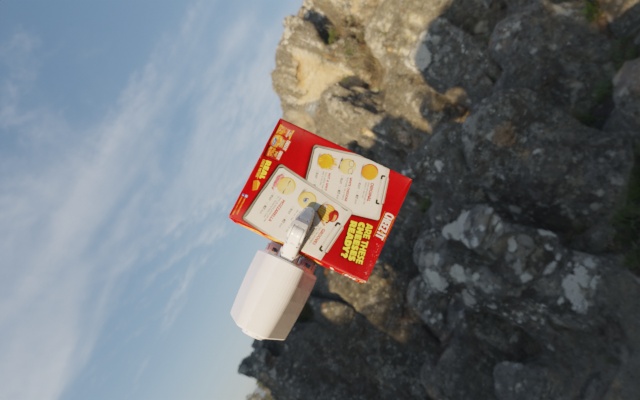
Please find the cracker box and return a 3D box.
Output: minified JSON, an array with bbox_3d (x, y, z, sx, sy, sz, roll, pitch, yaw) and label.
[{"bbox_3d":[0.000,0.002,0.700,0.213,0.164,0.072,25,-10,3],"label":"cracker box"}]
